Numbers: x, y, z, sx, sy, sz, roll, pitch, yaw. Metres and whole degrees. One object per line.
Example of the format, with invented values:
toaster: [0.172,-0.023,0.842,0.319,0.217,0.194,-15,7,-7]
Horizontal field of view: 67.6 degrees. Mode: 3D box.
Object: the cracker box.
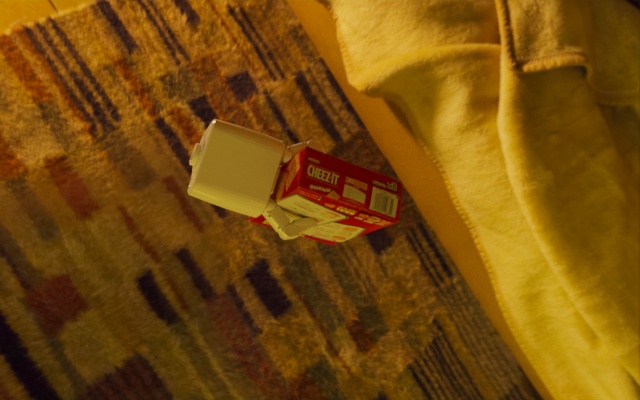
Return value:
cracker box: [0.000,0.003,0.750,0.164,0.072,0.214,18,-21,-21]
